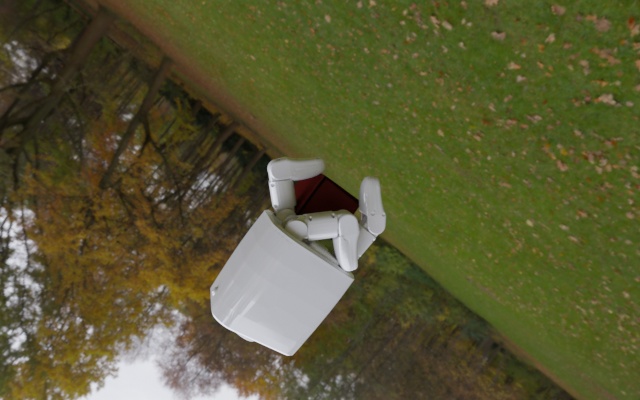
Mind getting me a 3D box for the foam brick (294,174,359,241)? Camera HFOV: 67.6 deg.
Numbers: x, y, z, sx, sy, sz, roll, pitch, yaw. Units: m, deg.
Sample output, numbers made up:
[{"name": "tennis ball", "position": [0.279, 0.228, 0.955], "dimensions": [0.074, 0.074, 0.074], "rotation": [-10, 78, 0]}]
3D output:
[{"name": "foam brick", "position": [0.000, 0.002, 0.529], "dimensions": [0.053, 0.051, 0.078], "rotation": [35, 1, -17]}]
